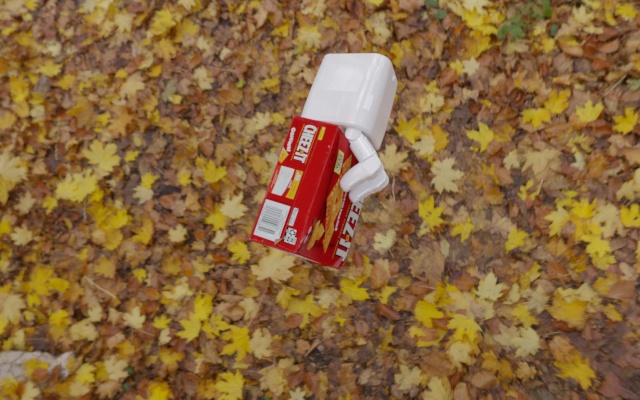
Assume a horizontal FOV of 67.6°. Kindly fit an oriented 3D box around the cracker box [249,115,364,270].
[{"bbox_3d":[0.000,0.002,0.660,0.072,0.164,0.214,16,-8,21],"label":"cracker box"}]
